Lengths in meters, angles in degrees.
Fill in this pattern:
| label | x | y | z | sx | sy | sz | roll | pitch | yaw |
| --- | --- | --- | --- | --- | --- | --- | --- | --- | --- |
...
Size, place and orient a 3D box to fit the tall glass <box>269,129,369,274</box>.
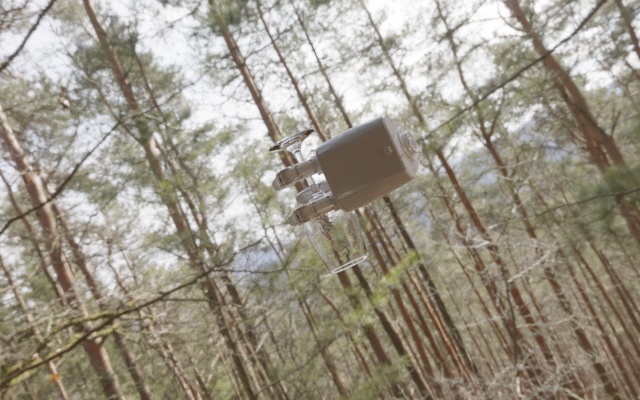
| label | x | y | z | sx | sy | sz | roll | pitch | yaw |
| --- | --- | --- | --- | --- | --- | --- | --- | --- | --- |
| tall glass | 0.000 | 0.002 | 0.690 | 0.079 | 0.201 | 0.079 | -25 | -2 | -1 |
